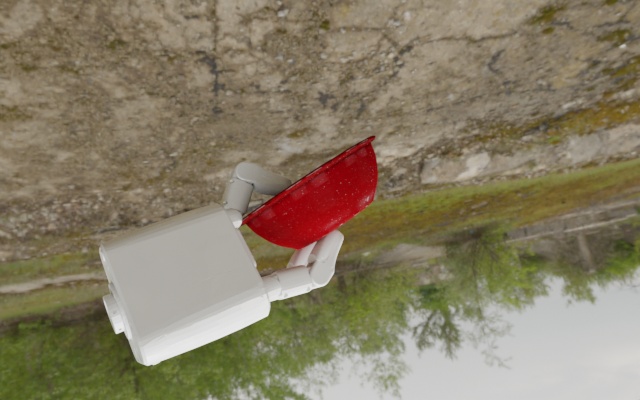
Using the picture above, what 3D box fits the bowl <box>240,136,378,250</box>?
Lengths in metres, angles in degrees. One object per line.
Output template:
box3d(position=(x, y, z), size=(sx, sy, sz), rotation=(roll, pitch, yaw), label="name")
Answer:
box3d(position=(0.001, 0.001, 0.476), size=(0.162, 0.055, 0.162), rotation=(-34, 1, 1), label="bowl")
